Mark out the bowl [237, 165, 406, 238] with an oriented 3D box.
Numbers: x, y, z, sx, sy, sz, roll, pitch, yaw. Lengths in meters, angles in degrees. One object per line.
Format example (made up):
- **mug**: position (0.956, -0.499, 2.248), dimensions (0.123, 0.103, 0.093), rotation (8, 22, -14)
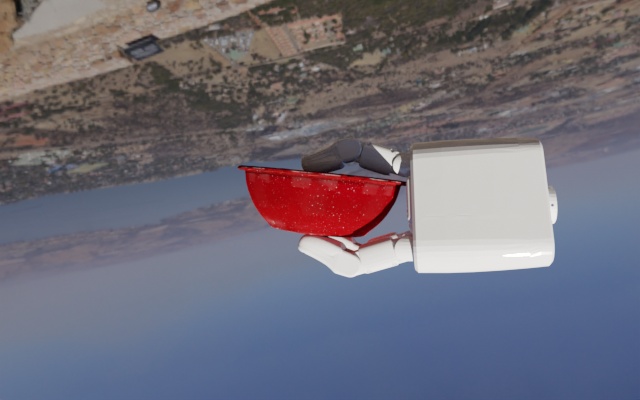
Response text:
- **bowl**: position (-0.001, 0.002, 0.455), dimensions (0.162, 0.055, 0.162), rotation (6, 2, 0)
